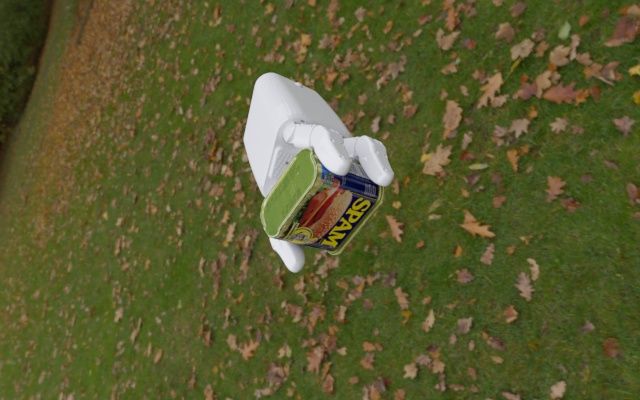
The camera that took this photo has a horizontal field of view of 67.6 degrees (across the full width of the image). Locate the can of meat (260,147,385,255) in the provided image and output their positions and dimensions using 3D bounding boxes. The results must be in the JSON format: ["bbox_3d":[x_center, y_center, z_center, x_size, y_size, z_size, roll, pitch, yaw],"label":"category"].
[{"bbox_3d":[0.000,0.002,0.481,0.084,0.102,0.057,16,34,-35],"label":"can of meat"}]
